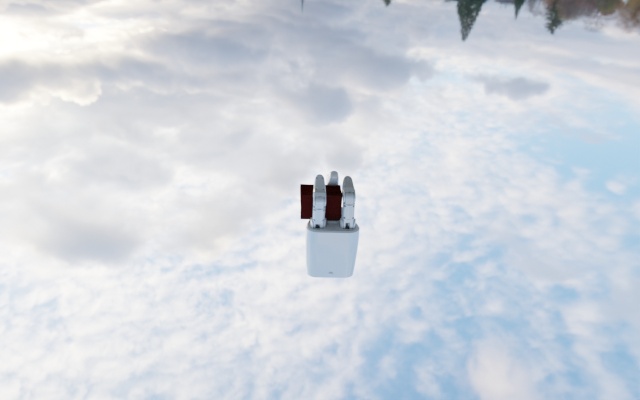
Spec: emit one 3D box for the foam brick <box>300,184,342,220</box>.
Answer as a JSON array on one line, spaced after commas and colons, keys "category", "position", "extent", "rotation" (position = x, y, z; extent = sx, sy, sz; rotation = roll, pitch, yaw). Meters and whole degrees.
[{"category": "foam brick", "position": [0.000, 0.003, 0.890], "extent": [0.078, 0.051, 0.053], "rotation": [2, 25, -3]}]
